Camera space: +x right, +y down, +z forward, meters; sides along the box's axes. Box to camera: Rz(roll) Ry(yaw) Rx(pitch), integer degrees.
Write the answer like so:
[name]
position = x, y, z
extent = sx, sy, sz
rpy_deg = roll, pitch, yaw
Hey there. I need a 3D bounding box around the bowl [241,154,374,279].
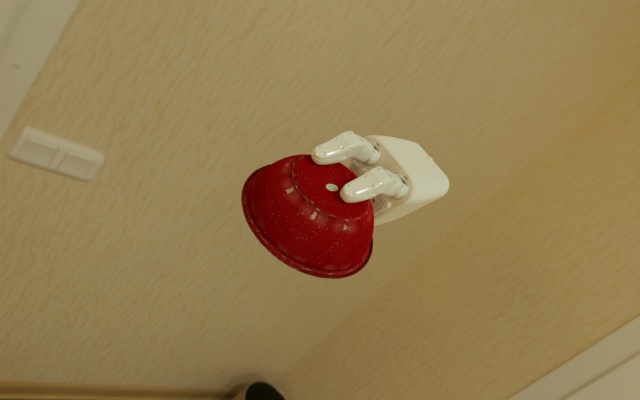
[bowl]
position = 0.000, 0.002, 0.511
extent = 0.162, 0.162, 0.055
rpy_deg = 0, -40, -37
